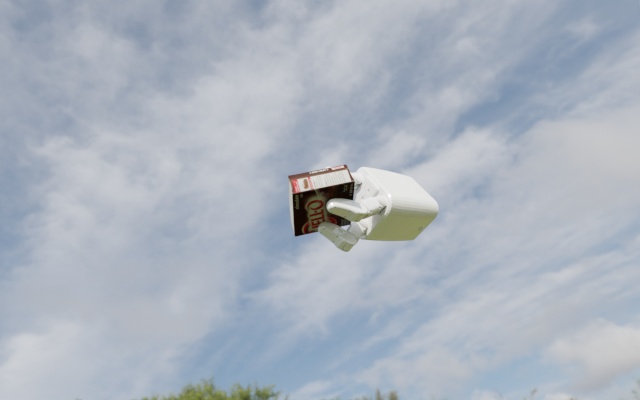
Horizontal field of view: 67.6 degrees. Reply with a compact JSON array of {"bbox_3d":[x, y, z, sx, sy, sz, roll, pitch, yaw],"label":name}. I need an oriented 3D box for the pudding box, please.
[{"bbox_3d":[0.000,0.002,0.699,0.090,0.039,0.114,-13,-37,-9],"label":"pudding box"}]
